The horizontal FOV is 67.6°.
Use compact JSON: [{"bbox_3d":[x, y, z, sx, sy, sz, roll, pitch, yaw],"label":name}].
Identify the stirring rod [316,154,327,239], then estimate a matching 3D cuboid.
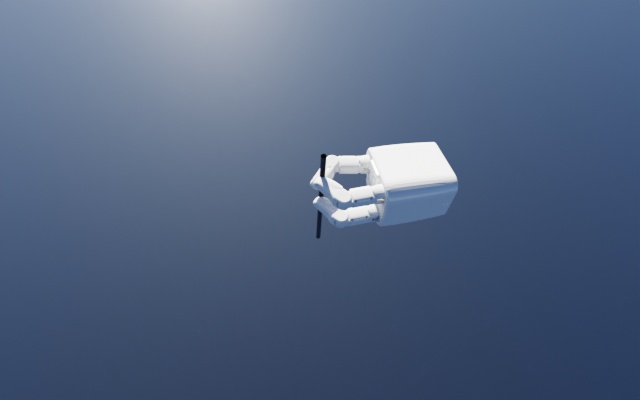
[{"bbox_3d":[0.000,0.002,0.734,0.011,0.011,0.240,0,-30,-2],"label":"stirring rod"}]
